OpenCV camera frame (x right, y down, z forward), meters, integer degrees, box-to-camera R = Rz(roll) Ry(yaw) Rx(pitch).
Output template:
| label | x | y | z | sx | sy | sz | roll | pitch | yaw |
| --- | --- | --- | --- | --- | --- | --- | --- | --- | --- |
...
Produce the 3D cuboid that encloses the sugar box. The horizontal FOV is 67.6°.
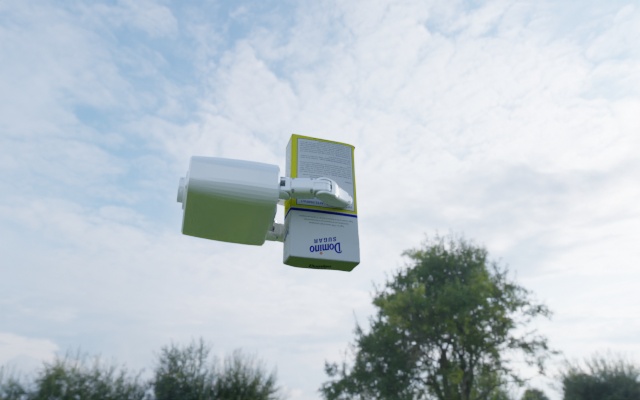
| label | x | y | z | sx | sy | sz | roll | pitch | yaw |
| --- | --- | --- | --- | --- | --- | --- | --- | --- | --- |
| sugar box | 0.000 | 0.002 | 0.627 | 0.093 | 0.176 | 0.048 | 8 | -26 | -15 |
